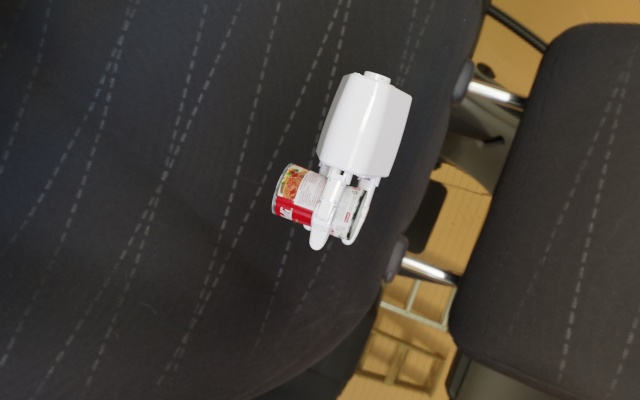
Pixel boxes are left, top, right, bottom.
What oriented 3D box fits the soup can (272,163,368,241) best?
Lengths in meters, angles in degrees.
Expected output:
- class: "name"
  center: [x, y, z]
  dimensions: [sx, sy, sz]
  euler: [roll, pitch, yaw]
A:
- class: "soup can"
  center: [0.000, 0.003, 0.592]
  dimensions: [0.102, 0.068, 0.068]
  euler: [20, 3, 9]
